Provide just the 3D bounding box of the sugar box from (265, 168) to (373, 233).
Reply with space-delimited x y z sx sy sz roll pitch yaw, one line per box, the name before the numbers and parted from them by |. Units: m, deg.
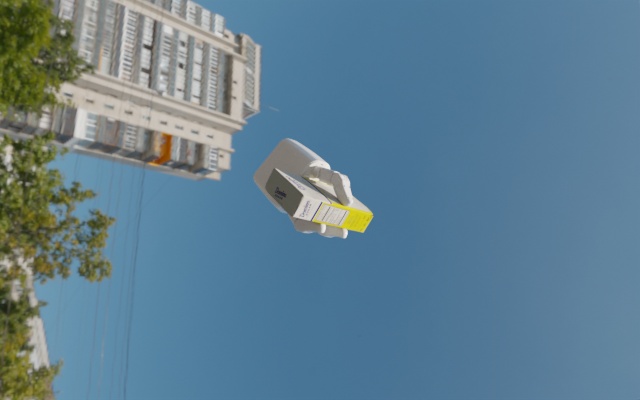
sugar box | 0.000 0.003 0.799 0.176 0.048 0.093 12 22 -44
